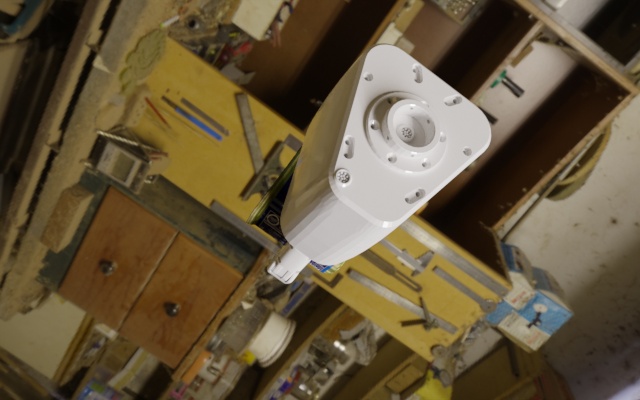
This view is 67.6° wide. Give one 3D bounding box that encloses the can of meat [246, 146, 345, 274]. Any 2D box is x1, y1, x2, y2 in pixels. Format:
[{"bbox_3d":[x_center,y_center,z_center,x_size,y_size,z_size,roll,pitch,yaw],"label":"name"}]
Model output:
[{"bbox_3d":[0.000,0.002,0.415,0.084,0.102,0.057,36,-27,-4],"label":"can of meat"}]
